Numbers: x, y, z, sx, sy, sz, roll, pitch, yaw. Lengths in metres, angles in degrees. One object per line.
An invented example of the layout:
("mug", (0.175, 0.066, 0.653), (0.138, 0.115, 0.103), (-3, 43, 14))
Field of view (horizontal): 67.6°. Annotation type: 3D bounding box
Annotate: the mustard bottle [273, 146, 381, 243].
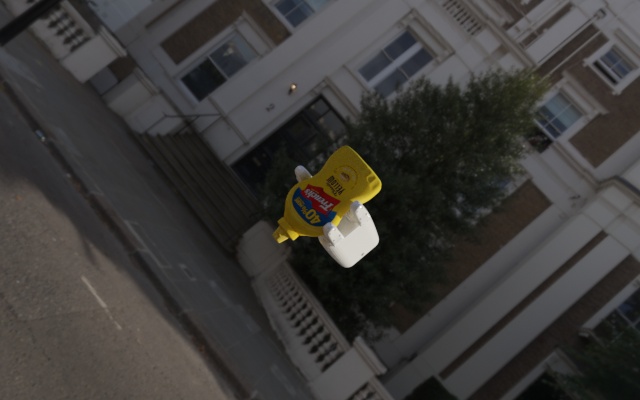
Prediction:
("mustard bottle", (0.000, 0.002, 0.787), (0.191, 0.096, 0.058), (-40, -12, -4))
